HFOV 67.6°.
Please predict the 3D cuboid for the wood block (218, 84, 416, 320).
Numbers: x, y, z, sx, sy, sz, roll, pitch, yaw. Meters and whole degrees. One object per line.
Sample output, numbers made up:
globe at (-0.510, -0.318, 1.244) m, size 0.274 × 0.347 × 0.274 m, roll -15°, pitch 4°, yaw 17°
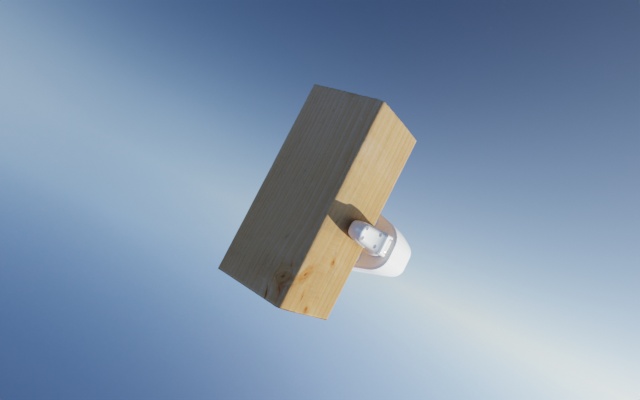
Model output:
wood block at (0.000, 0.002, 0.478) m, size 0.091 × 0.206 × 0.090 m, roll 23°, pitch -5°, yaw 37°
